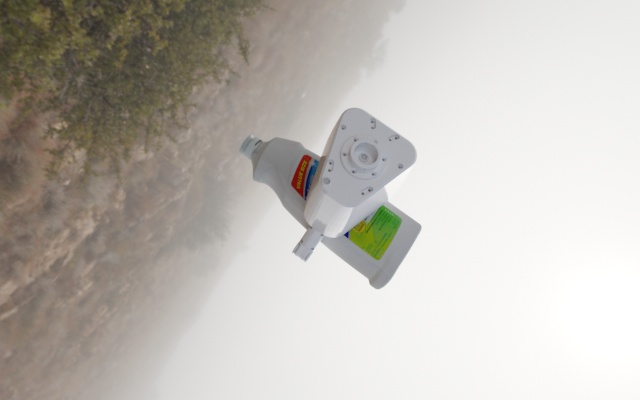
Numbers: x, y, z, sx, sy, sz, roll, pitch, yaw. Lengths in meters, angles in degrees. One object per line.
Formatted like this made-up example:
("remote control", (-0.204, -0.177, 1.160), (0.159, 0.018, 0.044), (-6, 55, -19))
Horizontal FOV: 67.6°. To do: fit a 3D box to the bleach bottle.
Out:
("bleach bottle", (0.000, 0.002, 0.616), (0.251, 0.102, 0.068), (34, -21, 4))
